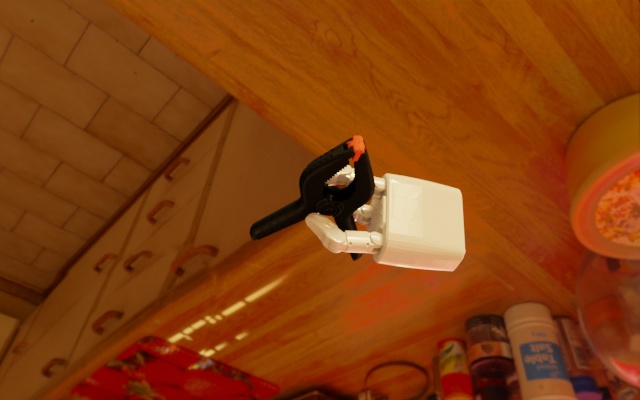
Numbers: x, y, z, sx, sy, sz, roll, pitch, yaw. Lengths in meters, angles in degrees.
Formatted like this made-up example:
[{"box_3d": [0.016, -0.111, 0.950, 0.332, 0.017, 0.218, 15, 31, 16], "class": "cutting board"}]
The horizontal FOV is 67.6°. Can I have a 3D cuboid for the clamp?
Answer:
[{"box_3d": [0.000, 0.002, 0.610, 0.164, 0.036, 0.210, 7, -44, -10], "class": "clamp"}]
